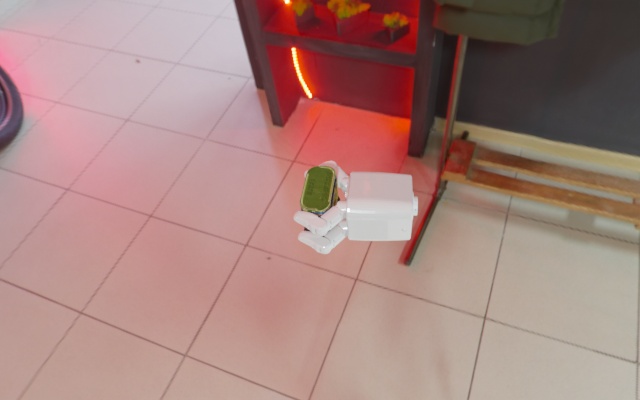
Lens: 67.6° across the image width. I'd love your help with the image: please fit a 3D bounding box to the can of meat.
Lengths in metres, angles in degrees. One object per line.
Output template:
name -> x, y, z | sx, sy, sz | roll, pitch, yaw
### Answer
can of meat -> 0.000, 0.002, 0.825 | 0.057, 0.102, 0.084 | 4, -36, 9
